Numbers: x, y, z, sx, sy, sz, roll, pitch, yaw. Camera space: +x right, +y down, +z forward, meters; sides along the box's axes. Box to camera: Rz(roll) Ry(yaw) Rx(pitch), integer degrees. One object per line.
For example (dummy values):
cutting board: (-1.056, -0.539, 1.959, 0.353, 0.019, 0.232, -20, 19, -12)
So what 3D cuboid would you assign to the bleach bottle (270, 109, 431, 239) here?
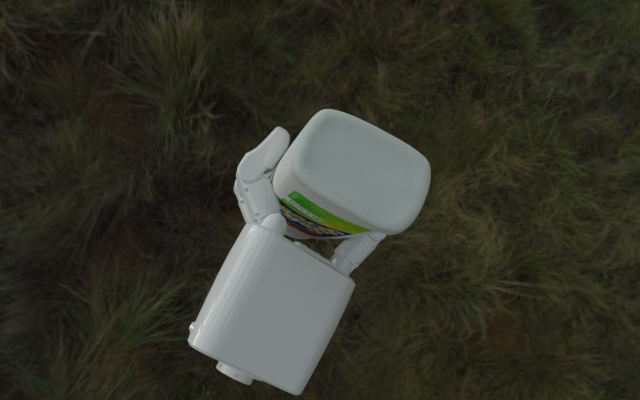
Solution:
bleach bottle: (0.000, 0.001, 0.444, 0.102, 0.068, 0.251, 28, -16, -7)
